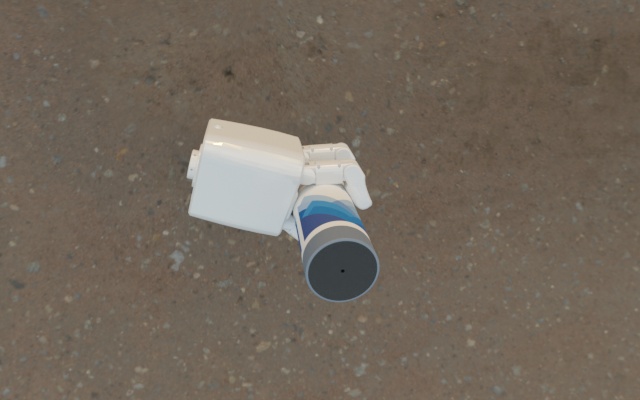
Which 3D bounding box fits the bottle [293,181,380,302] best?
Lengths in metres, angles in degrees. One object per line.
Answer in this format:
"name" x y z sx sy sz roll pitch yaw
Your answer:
"bottle" 0.000 0.002 0.551 0.069 0.069 0.295 0 24 -8
